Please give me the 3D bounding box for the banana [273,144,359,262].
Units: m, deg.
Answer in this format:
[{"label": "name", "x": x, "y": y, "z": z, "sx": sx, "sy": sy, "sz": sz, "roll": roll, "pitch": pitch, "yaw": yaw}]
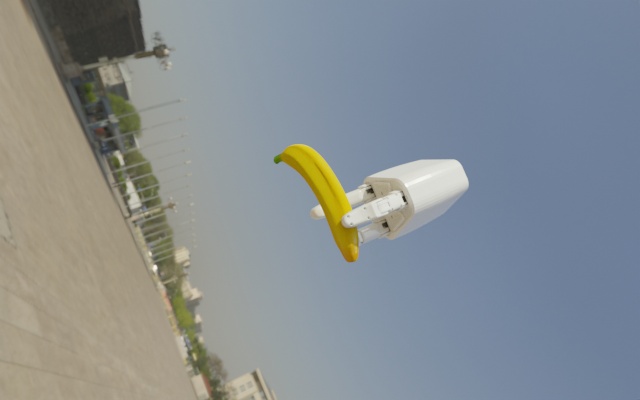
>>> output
[{"label": "banana", "x": 0.002, "y": -0.011, "z": 0.635, "sx": 0.037, "sy": 0.197, "sz": 0.070, "roll": -21, "pitch": -29, "yaw": -27}]
